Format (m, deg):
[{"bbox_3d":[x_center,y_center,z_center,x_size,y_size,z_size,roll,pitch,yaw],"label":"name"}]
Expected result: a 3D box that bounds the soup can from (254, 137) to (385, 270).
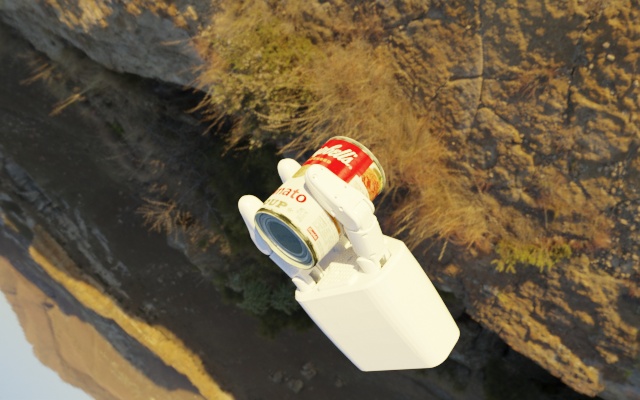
[{"bbox_3d":[0.000,0.001,0.413,0.068,0.068,0.102,0,39,52],"label":"soup can"}]
